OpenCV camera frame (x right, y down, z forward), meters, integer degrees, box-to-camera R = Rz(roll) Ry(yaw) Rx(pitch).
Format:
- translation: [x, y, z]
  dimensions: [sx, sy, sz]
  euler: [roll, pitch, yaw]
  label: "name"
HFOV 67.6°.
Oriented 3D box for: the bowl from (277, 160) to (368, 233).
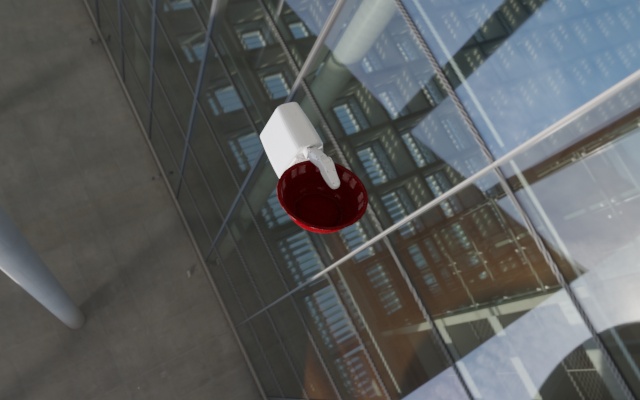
- translation: [0.000, 0.004, 0.850]
  dimensions: [0.162, 0.162, 0.055]
  euler: [0, -40, -13]
  label: "bowl"
